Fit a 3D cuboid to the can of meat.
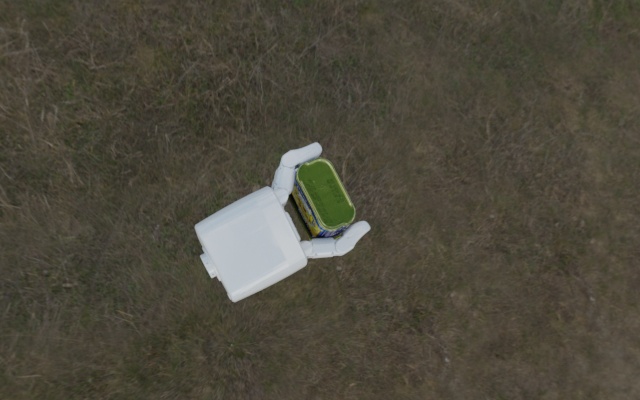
[{"bbox_3d":[0.000,0.002,0.643,0.057,0.102,0.084,-25,-11,-16],"label":"can of meat"}]
